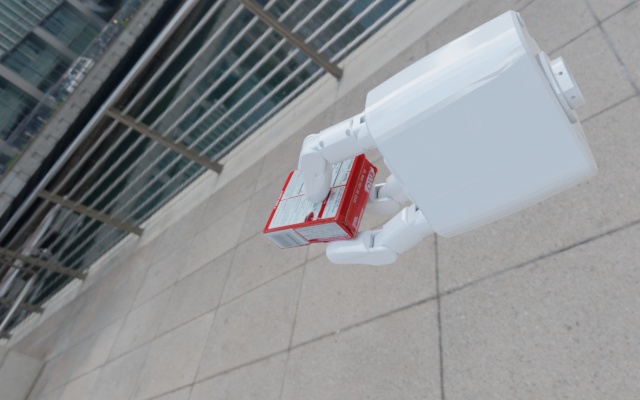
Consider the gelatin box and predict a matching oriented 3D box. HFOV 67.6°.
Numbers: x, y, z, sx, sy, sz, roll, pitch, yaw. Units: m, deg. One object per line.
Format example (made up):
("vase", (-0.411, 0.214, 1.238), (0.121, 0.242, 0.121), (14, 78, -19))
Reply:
("gelatin box", (0.000, 0.001, 0.415), (0.089, 0.073, 0.030), (-12, -45, 40))
